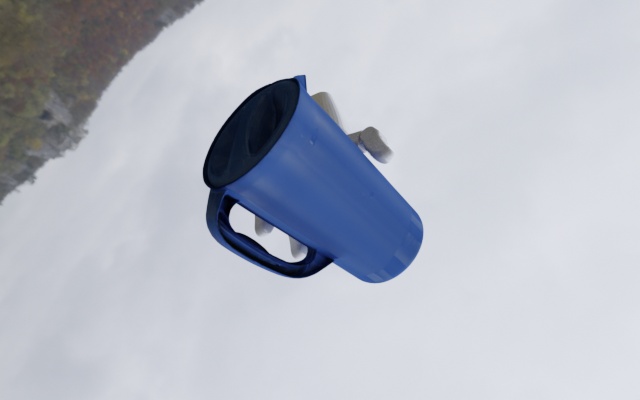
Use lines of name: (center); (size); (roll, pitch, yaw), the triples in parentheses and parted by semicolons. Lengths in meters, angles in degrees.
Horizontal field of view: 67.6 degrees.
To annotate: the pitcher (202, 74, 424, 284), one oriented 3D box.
pitcher: (0.000, 0.002, 0.514); (0.149, 0.145, 0.243); (-38, -55, 19)
